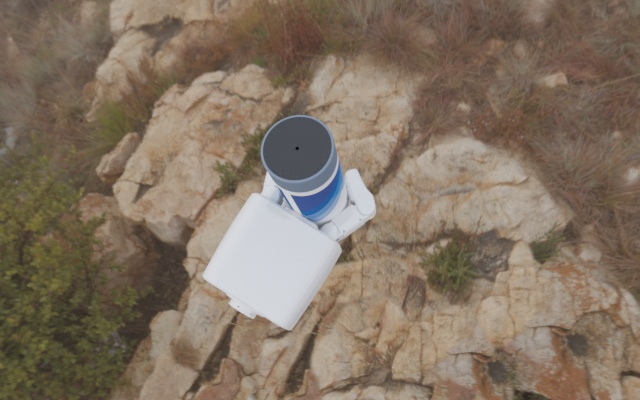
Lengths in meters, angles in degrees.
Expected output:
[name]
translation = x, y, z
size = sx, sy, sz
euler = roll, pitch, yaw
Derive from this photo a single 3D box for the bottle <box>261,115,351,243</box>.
[bottle]
translation = 0.000, 0.002, 0.557
size = 0.069, 0.069, 0.296
euler = 0, -19, 9
